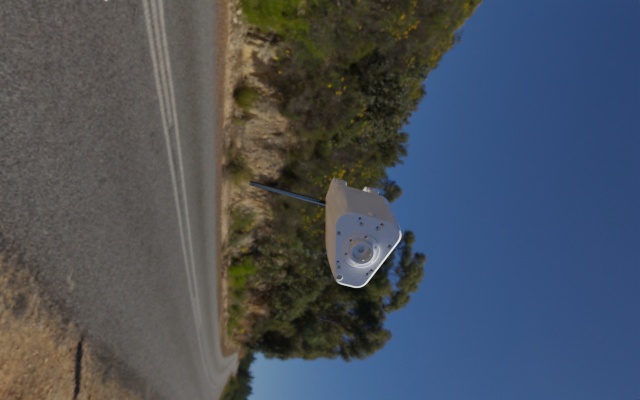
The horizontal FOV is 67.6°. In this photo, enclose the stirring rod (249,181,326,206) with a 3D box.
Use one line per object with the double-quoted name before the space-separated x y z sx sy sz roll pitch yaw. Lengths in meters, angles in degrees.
"stirring rod" 0.000 0.003 0.792 0.239 0.011 0.011 15 -2 -8
